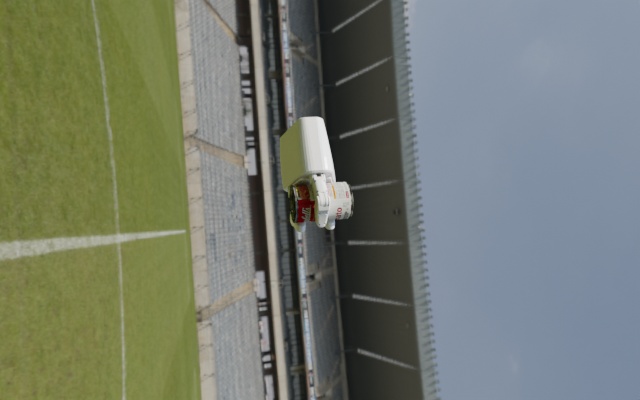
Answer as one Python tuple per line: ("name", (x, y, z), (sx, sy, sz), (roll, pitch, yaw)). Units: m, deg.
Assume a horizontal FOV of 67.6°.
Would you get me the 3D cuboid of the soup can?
("soup can", (0.001, 0.003, 0.847), (0.102, 0.068, 0.068), (-4, 1, -13))
